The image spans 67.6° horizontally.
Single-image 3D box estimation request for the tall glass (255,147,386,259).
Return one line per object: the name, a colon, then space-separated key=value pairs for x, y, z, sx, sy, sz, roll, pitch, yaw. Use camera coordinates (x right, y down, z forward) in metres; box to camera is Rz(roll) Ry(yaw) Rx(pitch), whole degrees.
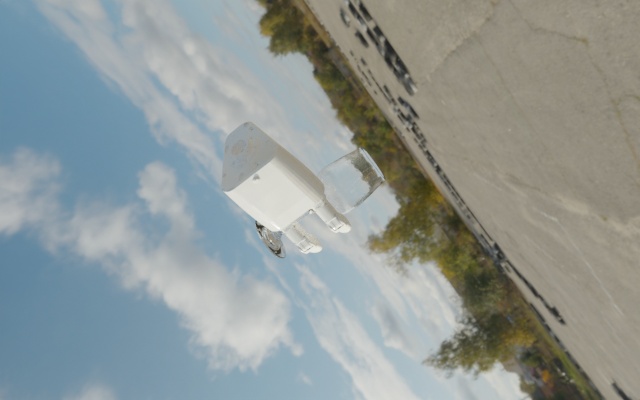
tall glass: x=0.000 y=0.003 z=0.726 sx=0.201 sy=0.079 sz=0.079 roll=-36 pitch=-8 yaw=11
